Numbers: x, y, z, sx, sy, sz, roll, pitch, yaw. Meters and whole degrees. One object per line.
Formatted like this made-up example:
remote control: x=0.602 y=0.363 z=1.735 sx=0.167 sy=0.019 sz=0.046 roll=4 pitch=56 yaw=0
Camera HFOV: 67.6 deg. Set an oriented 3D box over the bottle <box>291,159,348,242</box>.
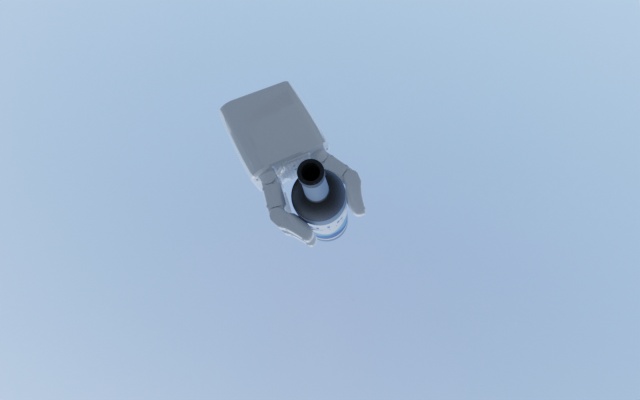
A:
bottle: x=0.000 y=0.002 z=0.608 sx=0.069 sy=0.069 sz=0.296 roll=0 pitch=-12 yaw=4
